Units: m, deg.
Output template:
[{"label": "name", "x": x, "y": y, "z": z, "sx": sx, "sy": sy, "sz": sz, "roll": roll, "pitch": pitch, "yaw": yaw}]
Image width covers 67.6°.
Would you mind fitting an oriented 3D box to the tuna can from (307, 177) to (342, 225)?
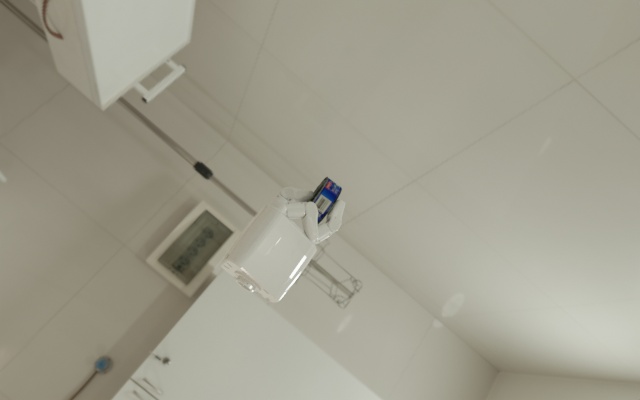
[{"label": "tuna can", "x": 0.001, "y": 0.003, "z": 0.826, "sx": 0.034, "sy": 0.086, "sz": 0.086, "roll": 35, "pitch": -4, "yaw": -6}]
